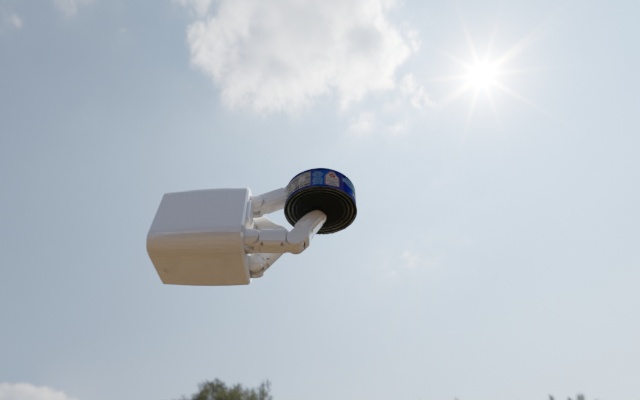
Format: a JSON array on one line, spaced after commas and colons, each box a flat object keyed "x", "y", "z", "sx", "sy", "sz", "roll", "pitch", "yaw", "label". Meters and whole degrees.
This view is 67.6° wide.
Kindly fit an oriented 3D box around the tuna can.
[{"x": 0.000, "y": 0.001, "z": 0.566, "sx": 0.086, "sy": 0.033, "sz": 0.086, "roll": 0, "pitch": -42, "yaw": 0, "label": "tuna can"}]
